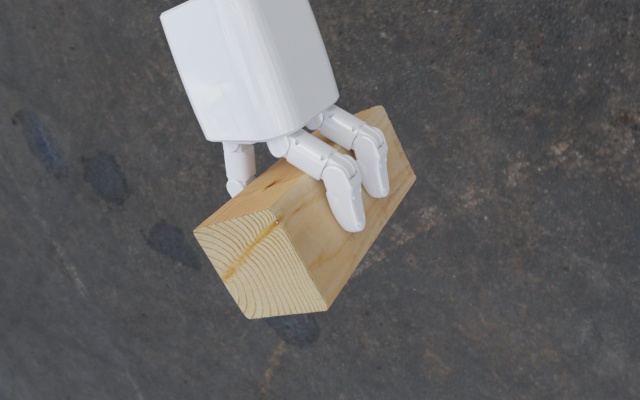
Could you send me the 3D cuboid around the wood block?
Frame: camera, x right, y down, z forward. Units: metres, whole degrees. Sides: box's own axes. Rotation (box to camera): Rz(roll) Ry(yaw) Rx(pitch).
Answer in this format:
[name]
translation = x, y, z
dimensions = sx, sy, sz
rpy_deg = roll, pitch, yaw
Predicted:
[wood block]
translation = 0.000, 0.001, 0.431
dimensions = 0.091, 0.090, 0.206
rpy_deg = -16, 20, 38
